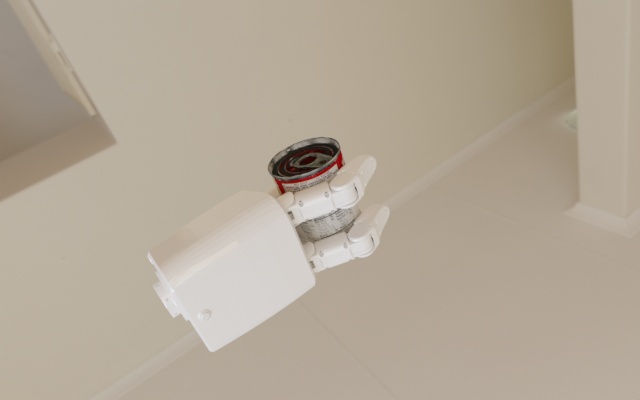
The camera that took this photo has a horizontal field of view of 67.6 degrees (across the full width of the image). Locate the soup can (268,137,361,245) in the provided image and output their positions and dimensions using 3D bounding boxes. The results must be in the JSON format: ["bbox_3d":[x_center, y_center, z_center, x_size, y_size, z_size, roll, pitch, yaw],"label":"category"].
[{"bbox_3d":[0.000,0.001,0.449,0.068,0.102,0.068,-15,31,9],"label":"soup can"}]
